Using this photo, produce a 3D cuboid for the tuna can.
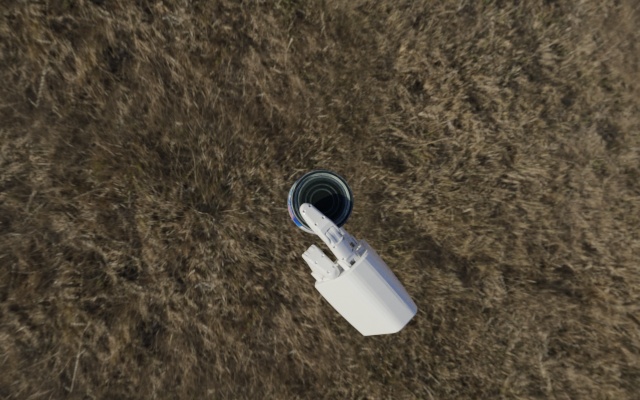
[{"bbox_3d":[0.000,0.002,0.637,0.086,0.086,0.034,0,-6,-9],"label":"tuna can"}]
